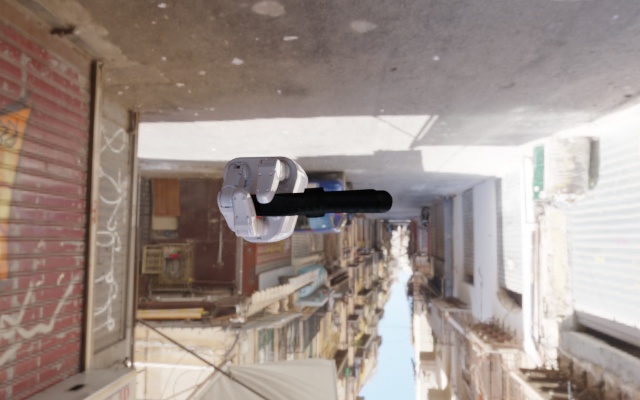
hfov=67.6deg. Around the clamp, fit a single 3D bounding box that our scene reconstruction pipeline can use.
[{"bbox_3d":[0.000,0.003,0.575,0.171,0.039,0.120,0,-3,8],"label":"clamp"}]
